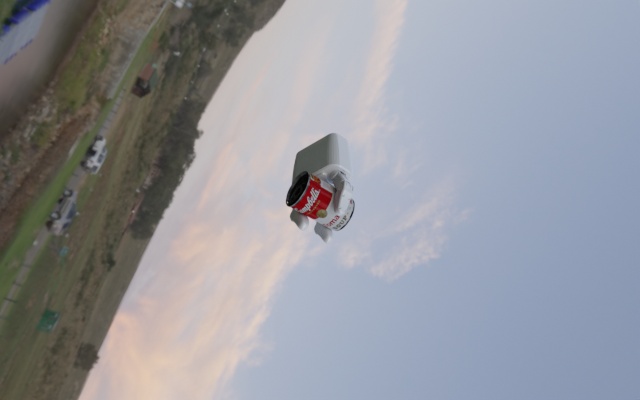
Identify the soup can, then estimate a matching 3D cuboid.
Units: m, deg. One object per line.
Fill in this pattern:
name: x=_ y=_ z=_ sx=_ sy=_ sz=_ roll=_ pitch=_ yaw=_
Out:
soup can: x=0.000 y=0.003 z=0.827 sx=0.102 sy=0.068 sz=0.068 roll=30 pitch=-14 yaw=-25
